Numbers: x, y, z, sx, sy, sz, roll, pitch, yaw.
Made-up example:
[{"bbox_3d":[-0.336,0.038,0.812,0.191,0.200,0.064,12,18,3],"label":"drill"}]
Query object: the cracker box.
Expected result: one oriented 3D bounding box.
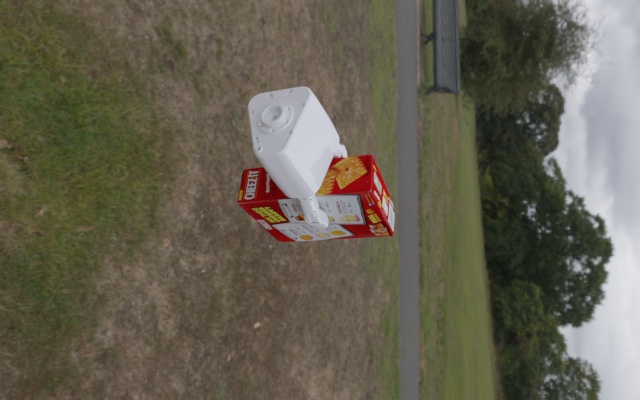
[{"bbox_3d":[0.000,0.003,0.775,0.214,0.072,0.164,-4,-28,20],"label":"cracker box"}]
